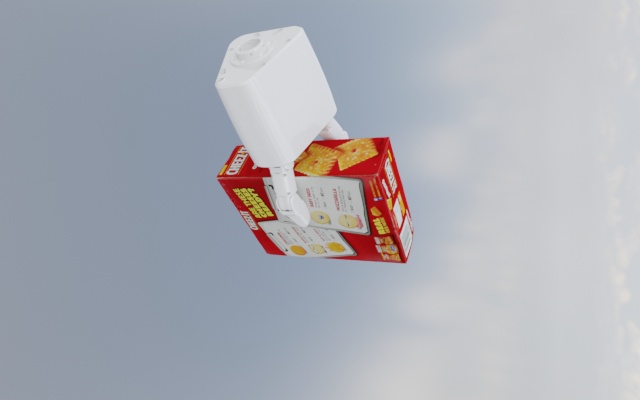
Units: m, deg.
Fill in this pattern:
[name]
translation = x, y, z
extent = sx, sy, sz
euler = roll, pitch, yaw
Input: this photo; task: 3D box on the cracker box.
[cracker box]
translation = 0.000, 0.002, 0.618
extent = 0.213, 0.072, 0.164
euler = 1, -42, 26
